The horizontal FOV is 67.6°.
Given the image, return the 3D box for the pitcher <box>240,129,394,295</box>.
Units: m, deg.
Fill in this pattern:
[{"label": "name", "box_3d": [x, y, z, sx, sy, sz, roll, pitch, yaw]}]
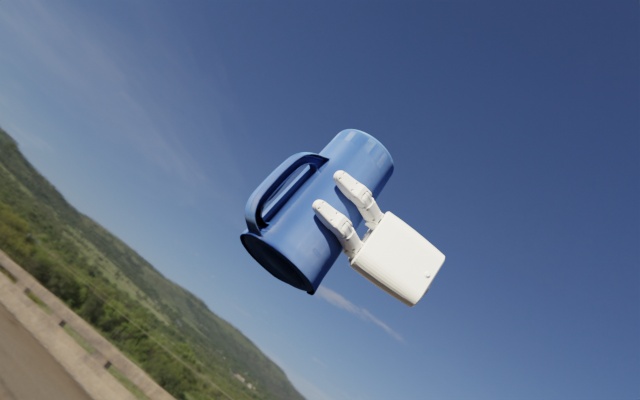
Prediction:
[{"label": "pitcher", "box_3d": [0.000, 0.002, 0.705, 0.145, 0.242, 0.149, 37, -23, 4]}]
